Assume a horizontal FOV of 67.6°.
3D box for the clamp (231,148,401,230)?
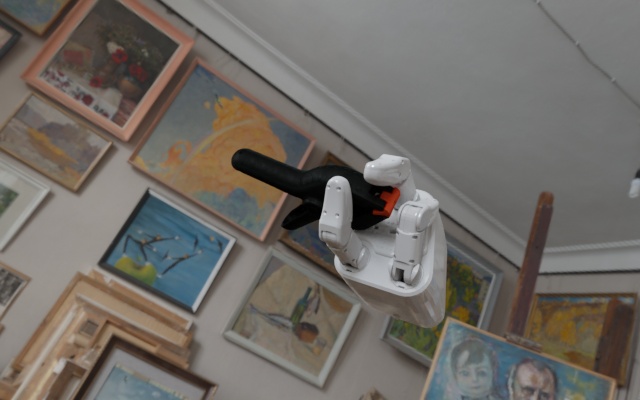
[{"bbox_3d":[0.000,0.001,0.478,0.171,0.039,0.120,14,-25,31],"label":"clamp"}]
